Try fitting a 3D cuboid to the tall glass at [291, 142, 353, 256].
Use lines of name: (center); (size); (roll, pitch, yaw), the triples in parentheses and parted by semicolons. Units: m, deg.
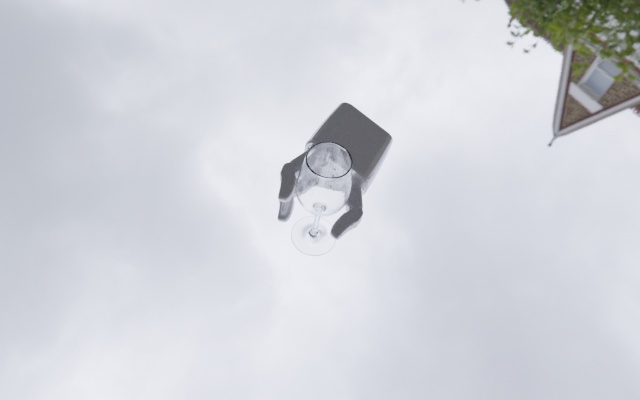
tall glass: (0.000, 0.003, 0.699); (0.079, 0.079, 0.201); (0, -33, -8)
